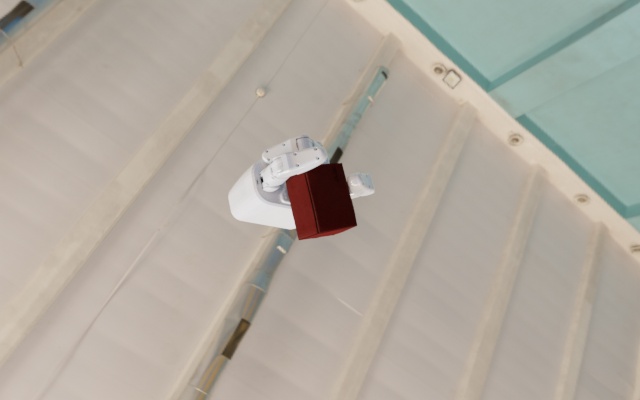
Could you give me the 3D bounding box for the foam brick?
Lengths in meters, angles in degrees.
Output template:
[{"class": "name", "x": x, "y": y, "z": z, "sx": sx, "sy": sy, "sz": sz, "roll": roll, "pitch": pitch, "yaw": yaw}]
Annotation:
[{"class": "foam brick", "x": 0.000, "y": 0.002, "z": 0.546, "sx": 0.053, "sy": 0.078, "sz": 0.051, "roll": -6, "pitch": -12, "yaw": -31}]
